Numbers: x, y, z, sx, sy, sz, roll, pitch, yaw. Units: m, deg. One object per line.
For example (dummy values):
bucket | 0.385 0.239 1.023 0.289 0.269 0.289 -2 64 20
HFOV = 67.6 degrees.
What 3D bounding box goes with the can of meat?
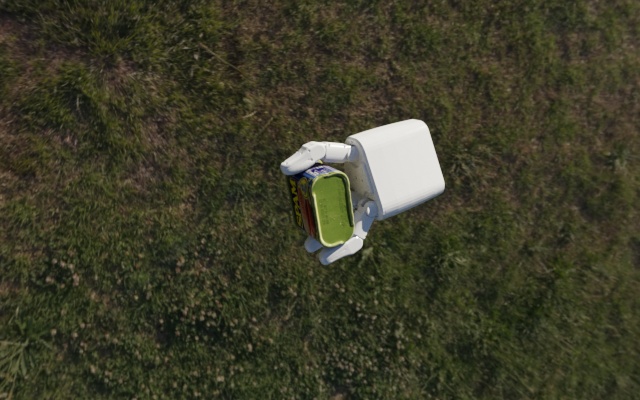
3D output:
can of meat | 0.000 0.002 0.622 0.057 0.102 0.084 -17 21 -20
